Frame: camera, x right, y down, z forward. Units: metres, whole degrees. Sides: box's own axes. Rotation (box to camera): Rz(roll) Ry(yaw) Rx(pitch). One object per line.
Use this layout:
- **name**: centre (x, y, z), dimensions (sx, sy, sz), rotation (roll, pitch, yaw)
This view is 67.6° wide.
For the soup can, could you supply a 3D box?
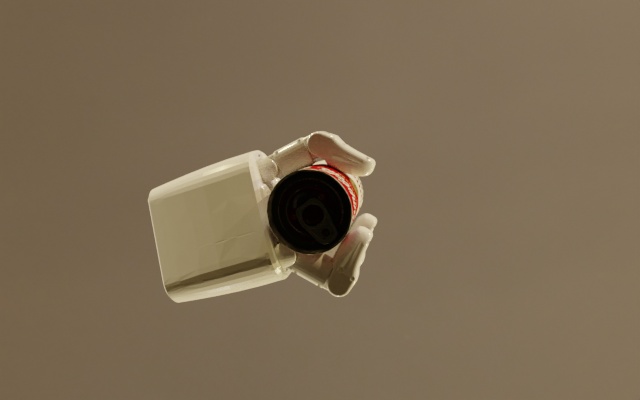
- **soup can**: centre (0.001, 0.001, 0.418), dimensions (0.068, 0.068, 0.102), rotation (0, 9, 11)
